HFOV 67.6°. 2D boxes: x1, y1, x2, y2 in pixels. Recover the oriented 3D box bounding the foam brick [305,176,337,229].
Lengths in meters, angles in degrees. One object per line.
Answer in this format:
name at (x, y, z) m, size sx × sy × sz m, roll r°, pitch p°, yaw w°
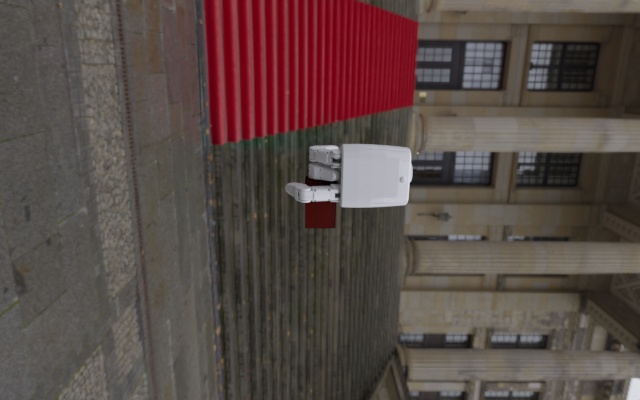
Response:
foam brick at (0.000, 0.003, 0.787) m, size 0.051 × 0.078 × 0.053 m, roll 1°, pitch 17°, yaw -1°
